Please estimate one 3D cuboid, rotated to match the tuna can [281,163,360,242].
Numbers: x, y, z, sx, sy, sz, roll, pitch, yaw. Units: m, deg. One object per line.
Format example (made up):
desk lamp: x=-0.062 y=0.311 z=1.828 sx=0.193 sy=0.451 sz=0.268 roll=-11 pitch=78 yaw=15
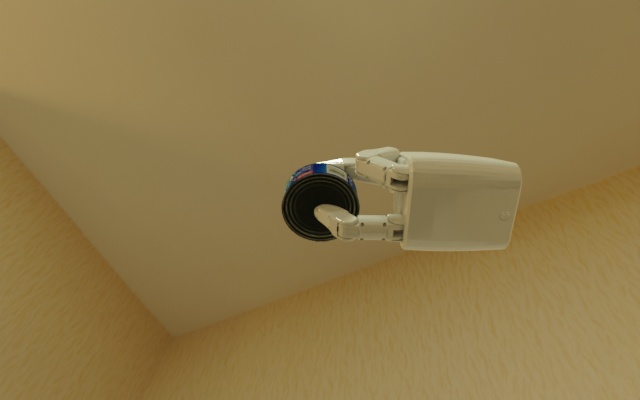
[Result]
tuna can: x=0.000 y=0.001 z=0.537 sx=0.086 sy=0.086 sz=0.033 roll=0 pitch=29 yaw=0
